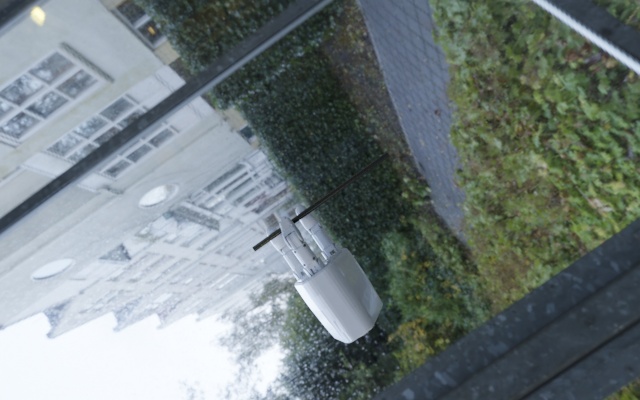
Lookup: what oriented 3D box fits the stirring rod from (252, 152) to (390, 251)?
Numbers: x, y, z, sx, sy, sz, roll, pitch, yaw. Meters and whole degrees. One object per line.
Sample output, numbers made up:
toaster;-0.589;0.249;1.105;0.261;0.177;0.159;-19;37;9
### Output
stirring rod;0.000;0.002;0.698;0.239;0.011;0.011;-35;-2;2
